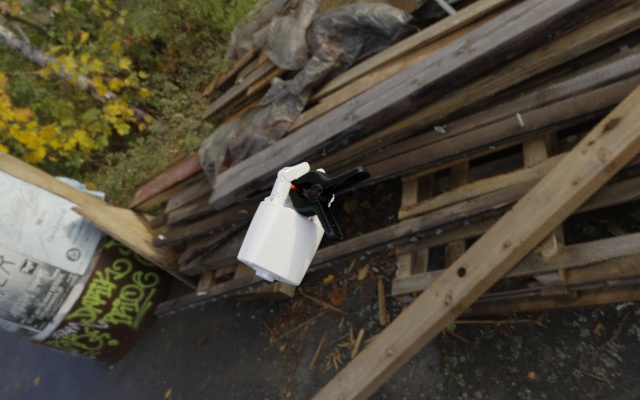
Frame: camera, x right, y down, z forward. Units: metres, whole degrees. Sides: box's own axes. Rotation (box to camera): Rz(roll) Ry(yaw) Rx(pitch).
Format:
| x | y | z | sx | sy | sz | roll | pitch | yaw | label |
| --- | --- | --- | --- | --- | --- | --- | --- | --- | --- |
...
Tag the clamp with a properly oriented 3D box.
| x | y | z | sx | sy | sz | roll | pitch | yaw | label |
| --- | --- | --- | --- | --- | --- | --- | --- | --- | --- |
| 0.000 | 0.002 | 0.764 | 0.039 | 0.120 | 0.171 | 34 | -19 | -34 | clamp |
